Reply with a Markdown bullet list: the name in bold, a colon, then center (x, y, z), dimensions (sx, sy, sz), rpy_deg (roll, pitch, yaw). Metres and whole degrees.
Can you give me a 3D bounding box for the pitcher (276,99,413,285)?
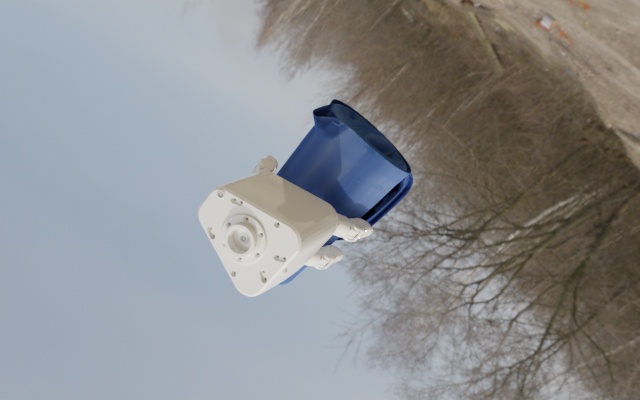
- **pitcher**: center (0.000, 0.002, 0.638), dimensions (0.243, 0.149, 0.145), rpy_deg (-47, -7, 20)
